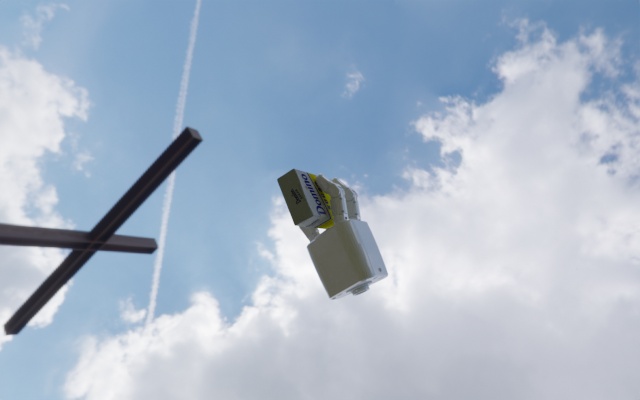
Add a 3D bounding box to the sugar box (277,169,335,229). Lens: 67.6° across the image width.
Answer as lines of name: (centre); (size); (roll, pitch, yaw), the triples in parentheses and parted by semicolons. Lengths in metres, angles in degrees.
sugar box: (0.001, 0.003, 0.864); (0.048, 0.093, 0.176); (-30, -19, 22)
